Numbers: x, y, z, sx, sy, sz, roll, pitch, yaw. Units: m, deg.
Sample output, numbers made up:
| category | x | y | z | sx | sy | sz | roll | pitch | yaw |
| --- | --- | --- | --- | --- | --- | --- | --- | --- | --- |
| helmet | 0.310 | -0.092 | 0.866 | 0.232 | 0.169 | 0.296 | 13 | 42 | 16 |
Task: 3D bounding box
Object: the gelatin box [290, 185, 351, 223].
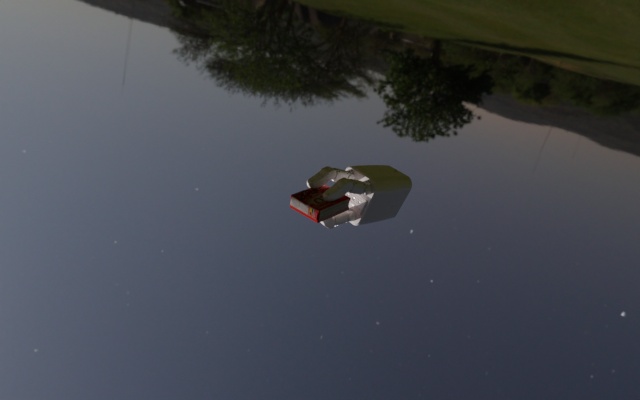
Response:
| category | x | y | z | sx | sy | sz | roll | pitch | yaw |
| --- | --- | --- | --- | --- | --- | --- | --- | --- | --- |
| gelatin box | 0.000 | 0.003 | 0.884 | 0.073 | 0.030 | 0.089 | 29 | 35 | 35 |
